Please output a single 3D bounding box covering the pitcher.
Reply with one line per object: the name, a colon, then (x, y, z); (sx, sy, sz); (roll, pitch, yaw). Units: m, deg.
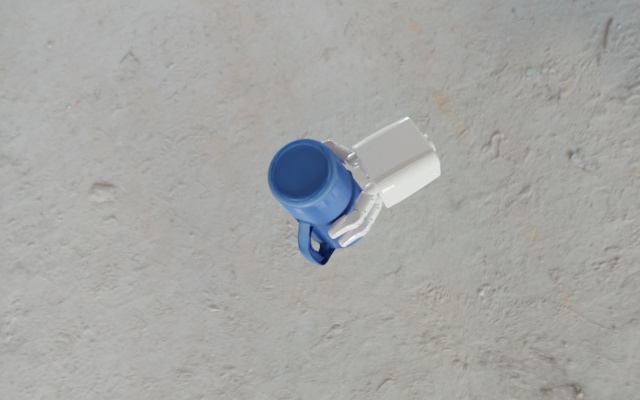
pitcher: (0.000, 0.002, 0.792); (0.145, 0.149, 0.243); (-31, -23, 5)
